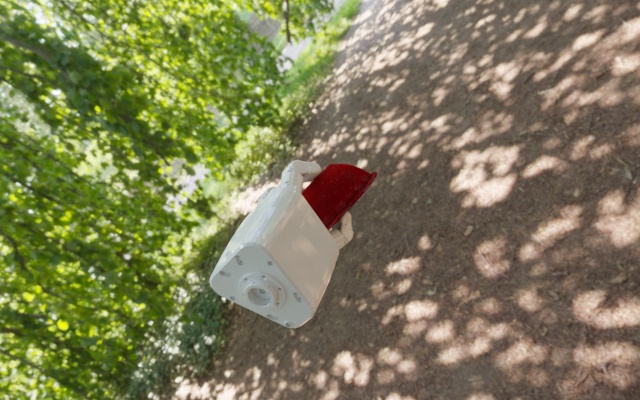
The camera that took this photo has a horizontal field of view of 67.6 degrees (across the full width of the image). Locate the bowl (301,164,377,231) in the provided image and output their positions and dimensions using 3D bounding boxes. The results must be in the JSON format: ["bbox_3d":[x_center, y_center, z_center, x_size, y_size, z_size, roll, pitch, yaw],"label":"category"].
[{"bbox_3d":[0.000,0.001,0.640,0.055,0.162,0.162,45,2,-2],"label":"bowl"}]
